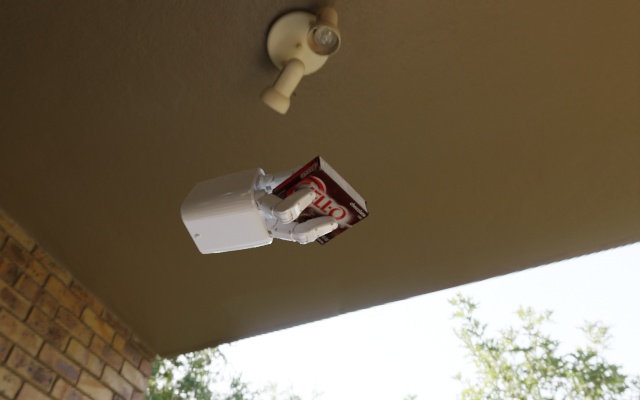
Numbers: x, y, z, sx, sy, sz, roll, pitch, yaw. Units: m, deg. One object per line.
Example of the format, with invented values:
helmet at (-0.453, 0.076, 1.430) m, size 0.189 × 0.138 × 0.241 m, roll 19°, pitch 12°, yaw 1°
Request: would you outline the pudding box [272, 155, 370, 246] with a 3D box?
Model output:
pudding box at (0.000, 0.002, 0.677) m, size 0.090 × 0.039 × 0.113 m, roll -34°, pitch -55°, yaw 23°
